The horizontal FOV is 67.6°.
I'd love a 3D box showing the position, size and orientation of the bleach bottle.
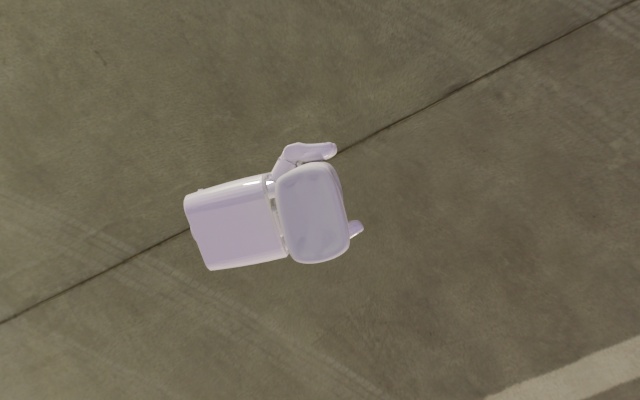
[{"bbox_3d":[0.000,0.002,0.604,0.068,0.102,0.251,-14,4,6],"label":"bleach bottle"}]
